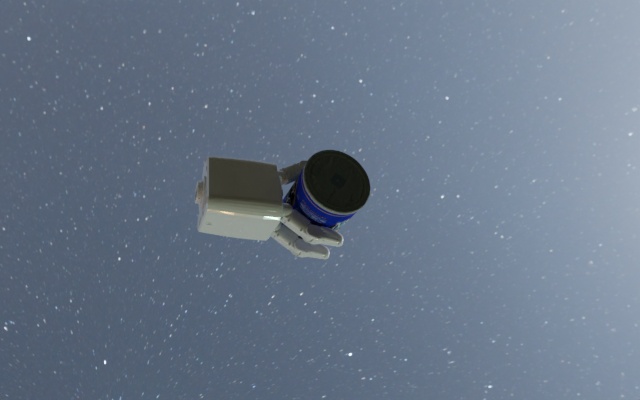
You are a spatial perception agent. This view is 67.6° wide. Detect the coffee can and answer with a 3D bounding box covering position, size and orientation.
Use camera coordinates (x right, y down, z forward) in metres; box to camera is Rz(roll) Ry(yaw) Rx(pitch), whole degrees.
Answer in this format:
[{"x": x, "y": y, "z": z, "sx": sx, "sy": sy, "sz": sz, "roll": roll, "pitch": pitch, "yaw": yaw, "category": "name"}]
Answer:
[{"x": 0.000, "y": 0.002, "z": 0.731, "sx": 0.103, "sy": 0.102, "sz": 0.140, "roll": 0, "pitch": -26, "yaw": -23, "category": "coffee can"}]
